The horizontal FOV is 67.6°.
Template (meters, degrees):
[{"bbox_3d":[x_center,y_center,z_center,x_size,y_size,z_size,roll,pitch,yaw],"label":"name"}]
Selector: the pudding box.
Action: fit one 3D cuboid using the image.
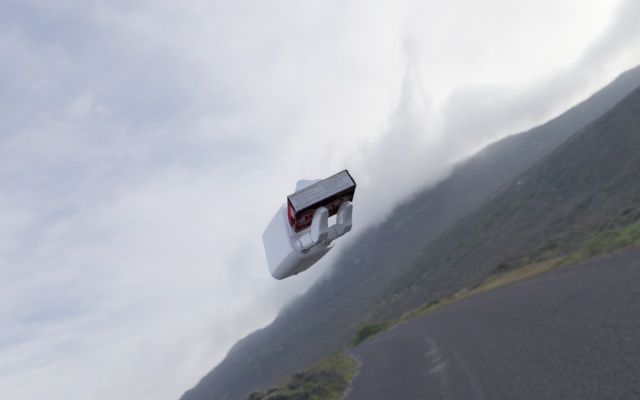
[{"bbox_3d":[0.000,0.002,0.792,0.113,0.039,0.090,-27,-19,-14],"label":"pudding box"}]
